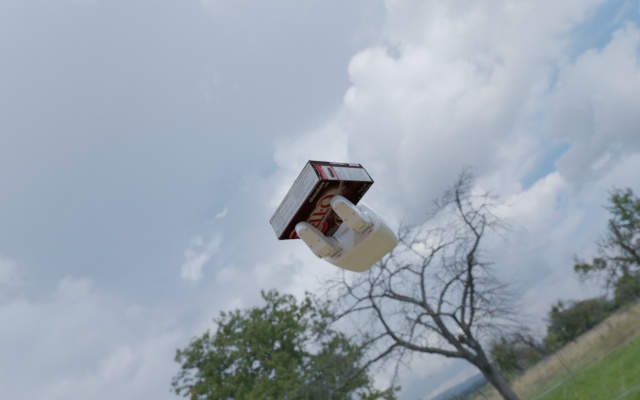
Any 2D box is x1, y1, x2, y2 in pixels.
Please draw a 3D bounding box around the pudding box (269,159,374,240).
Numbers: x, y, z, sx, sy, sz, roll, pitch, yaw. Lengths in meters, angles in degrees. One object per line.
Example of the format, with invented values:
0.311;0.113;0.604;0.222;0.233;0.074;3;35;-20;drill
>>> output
0.000;0.002;0.602;0.090;0.039;0.113;-1;-44;-41;pudding box
